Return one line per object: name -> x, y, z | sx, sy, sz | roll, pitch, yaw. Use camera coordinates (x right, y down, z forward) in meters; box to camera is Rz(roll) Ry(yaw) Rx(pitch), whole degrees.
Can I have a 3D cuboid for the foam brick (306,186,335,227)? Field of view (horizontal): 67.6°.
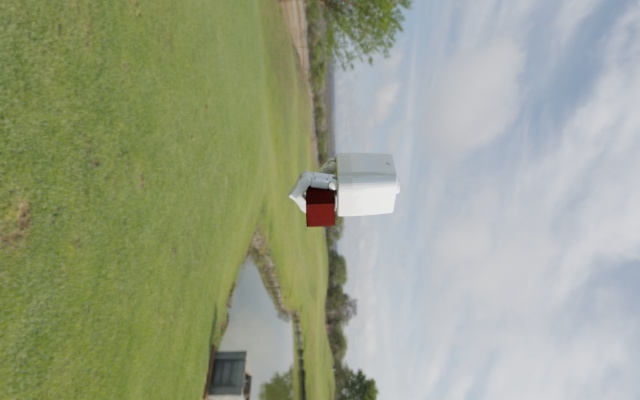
foam brick -> 0.000, 0.003, 0.854 | 0.051, 0.053, 0.078 | -1, 39, 1
